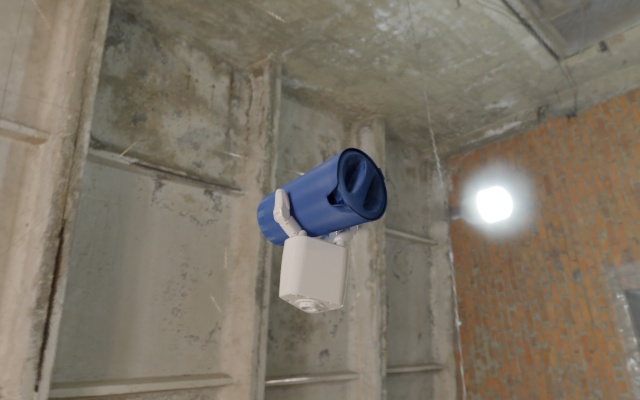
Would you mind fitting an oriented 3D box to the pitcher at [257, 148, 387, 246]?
[{"bbox_3d":[0.000,0.003,0.899,0.149,0.145,0.243,30,-37,-35],"label":"pitcher"}]
